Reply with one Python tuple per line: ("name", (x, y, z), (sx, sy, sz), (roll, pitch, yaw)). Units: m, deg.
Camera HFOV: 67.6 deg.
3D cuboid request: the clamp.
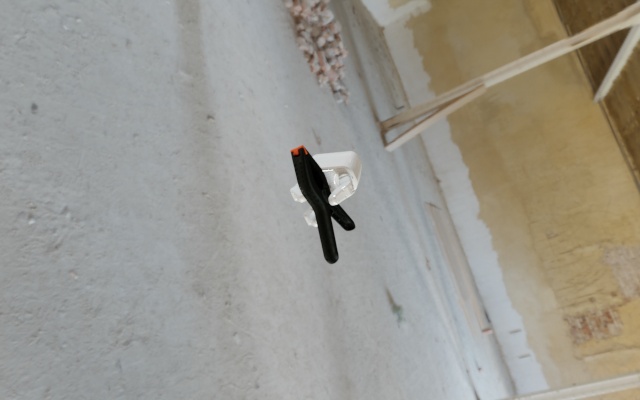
("clamp", (0.001, 0.002, 0.862), (0.036, 0.210, 0.164), (-21, 19, 21))
